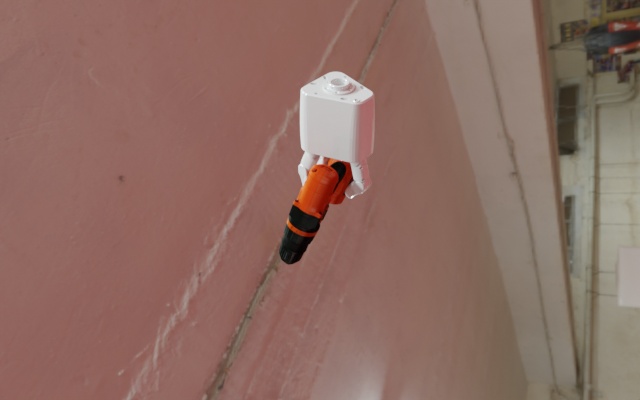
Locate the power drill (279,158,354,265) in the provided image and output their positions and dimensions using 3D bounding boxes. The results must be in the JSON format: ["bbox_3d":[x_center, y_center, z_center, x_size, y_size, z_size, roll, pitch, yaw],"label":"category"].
[{"bbox_3d":[0.000,0.002,0.809,0.057,0.184,0.187,29,29,5],"label":"power drill"}]
